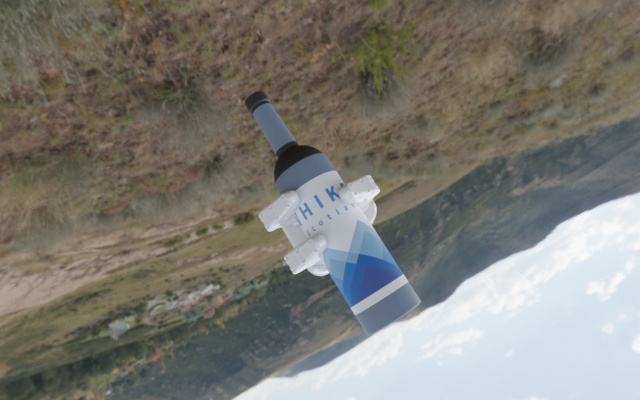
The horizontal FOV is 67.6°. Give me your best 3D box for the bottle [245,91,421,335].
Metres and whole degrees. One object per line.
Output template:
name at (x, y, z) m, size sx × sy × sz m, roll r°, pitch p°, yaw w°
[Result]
bottle at (0.000, 0.002, 0.529) m, size 0.069 × 0.295 × 0.069 m, roll -31°, pitch -12°, yaw -7°
